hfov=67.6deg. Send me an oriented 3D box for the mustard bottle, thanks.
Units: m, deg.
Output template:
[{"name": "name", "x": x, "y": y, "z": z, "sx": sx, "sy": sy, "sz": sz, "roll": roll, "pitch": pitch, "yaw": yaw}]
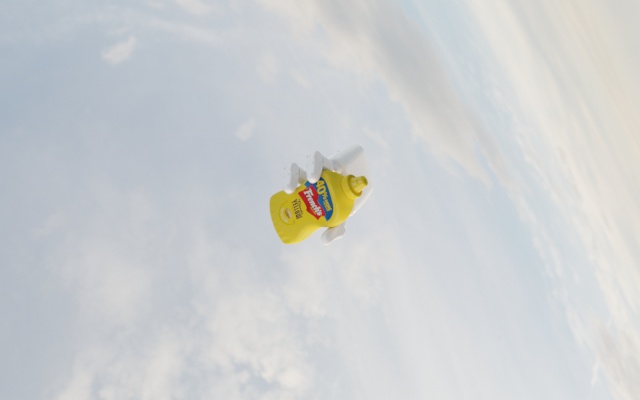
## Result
[{"name": "mustard bottle", "x": 0.000, "y": 0.003, "z": 0.816, "sx": 0.192, "sy": 0.096, "sz": 0.058, "roll": -26, "pitch": -16, "yaw": 34}]
